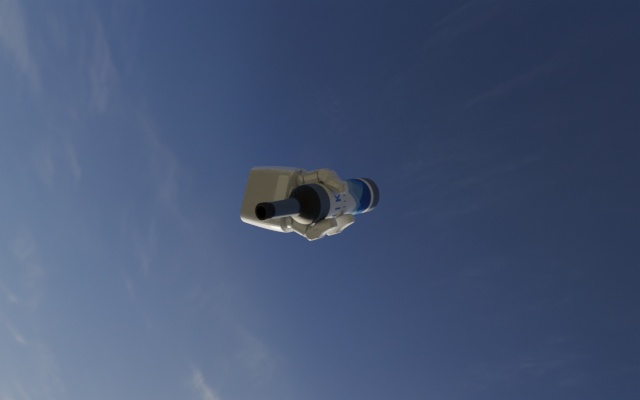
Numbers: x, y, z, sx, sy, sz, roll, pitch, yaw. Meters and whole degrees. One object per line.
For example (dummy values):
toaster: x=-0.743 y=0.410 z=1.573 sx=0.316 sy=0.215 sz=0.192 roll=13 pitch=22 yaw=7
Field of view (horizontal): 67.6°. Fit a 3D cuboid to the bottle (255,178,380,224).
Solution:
bottle: x=0.000 y=0.003 z=0.817 sx=0.069 sy=0.069 sz=0.295 roll=0 pitch=6 yaw=36
